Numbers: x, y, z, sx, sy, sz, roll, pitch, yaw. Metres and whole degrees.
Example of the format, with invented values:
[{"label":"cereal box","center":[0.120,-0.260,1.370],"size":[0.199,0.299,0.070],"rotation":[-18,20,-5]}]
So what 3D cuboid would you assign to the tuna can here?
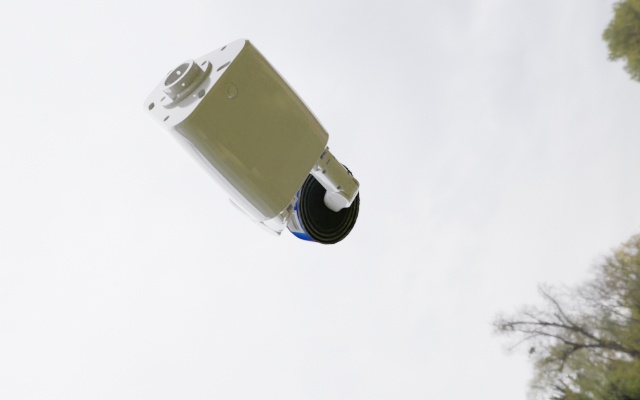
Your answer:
[{"label":"tuna can","center":[0.000,0.002,0.493],"size":[0.086,0.086,0.034],"rotation":[0,2,-43]}]
